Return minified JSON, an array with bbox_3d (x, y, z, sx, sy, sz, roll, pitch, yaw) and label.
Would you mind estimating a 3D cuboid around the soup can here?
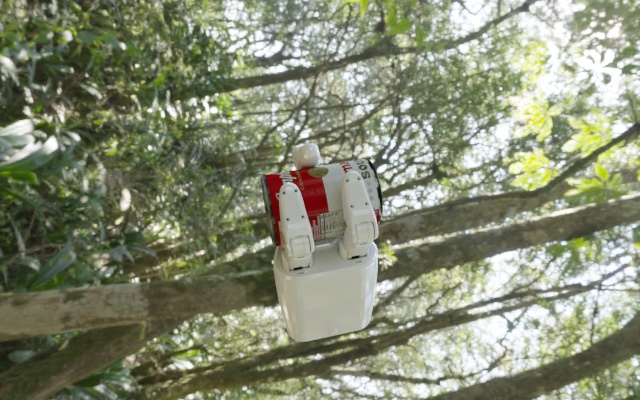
[{"bbox_3d":[0.000,0.001,0.445,0.102,0.068,0.068,-10,1,-8],"label":"soup can"}]
